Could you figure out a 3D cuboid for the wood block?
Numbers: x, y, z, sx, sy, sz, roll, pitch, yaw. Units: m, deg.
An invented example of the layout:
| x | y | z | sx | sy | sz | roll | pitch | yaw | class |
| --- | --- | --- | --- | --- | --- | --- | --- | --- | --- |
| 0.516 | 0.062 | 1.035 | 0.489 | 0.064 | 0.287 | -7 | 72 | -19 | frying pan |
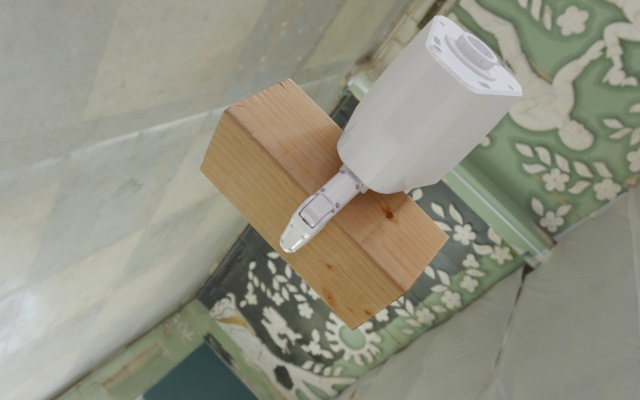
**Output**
| x | y | z | sx | sy | sz | roll | pitch | yaw | class |
| --- | --- | --- | --- | --- | --- | --- | --- | --- | --- |
| 0.000 | 0.001 | 0.435 | 0.090 | 0.206 | 0.090 | -38 | -9 | -42 | wood block |
